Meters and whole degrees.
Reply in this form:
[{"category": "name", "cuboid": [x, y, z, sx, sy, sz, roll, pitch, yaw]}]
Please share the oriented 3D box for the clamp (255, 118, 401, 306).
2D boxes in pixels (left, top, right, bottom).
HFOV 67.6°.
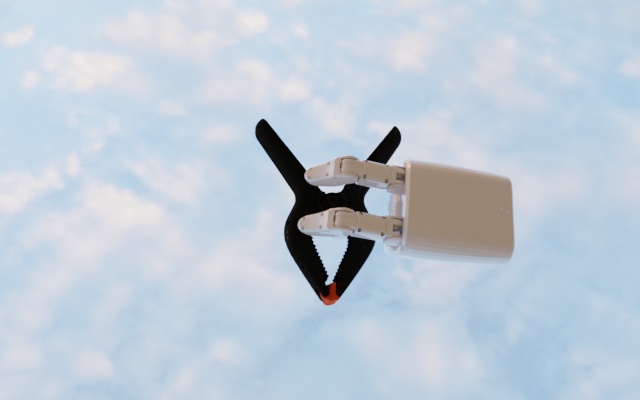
[{"category": "clamp", "cuboid": [0.000, 0.002, 0.505, 0.164, 0.210, 0.036, 8, -23, -2]}]
